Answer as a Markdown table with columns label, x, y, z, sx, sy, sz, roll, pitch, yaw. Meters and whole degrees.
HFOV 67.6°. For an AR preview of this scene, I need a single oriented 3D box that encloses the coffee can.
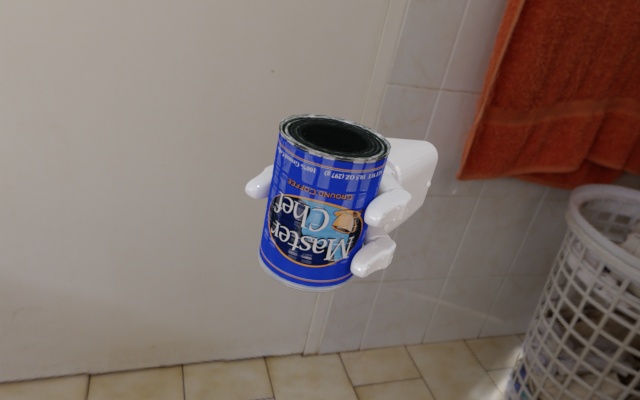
| label | x | y | z | sx | sy | sz | roll | pitch | yaw |
| --- | --- | --- | --- | --- | --- | --- | --- | --- | --- |
| coffee can | 0.000 | 0.002 | 0.458 | 0.103 | 0.140 | 0.102 | 10 | 28 | -5 |
